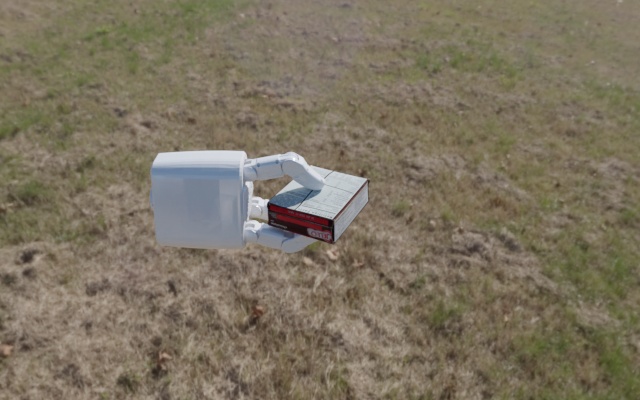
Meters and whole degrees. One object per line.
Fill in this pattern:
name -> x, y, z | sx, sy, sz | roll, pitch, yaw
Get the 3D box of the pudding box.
pudding box -> 0.000, 0.002, 0.591 | 0.090, 0.039, 0.113 | 15, 36, 23
